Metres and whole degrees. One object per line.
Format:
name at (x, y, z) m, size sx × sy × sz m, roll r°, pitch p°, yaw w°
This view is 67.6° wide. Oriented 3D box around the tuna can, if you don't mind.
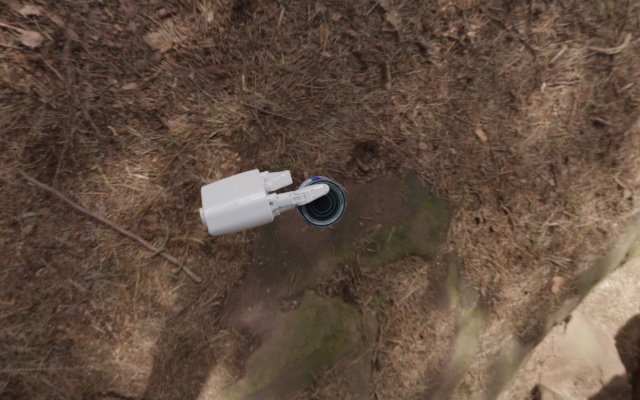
tuna can at (0.000, 0.003, 0.817) m, size 0.086 × 0.086 × 0.033 m, roll 0°, pitch 9°, yaw -13°
